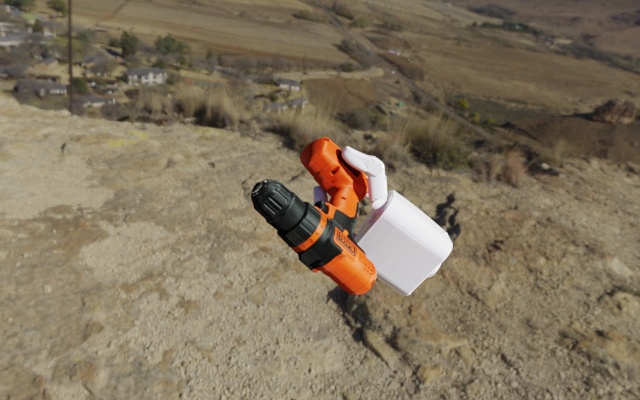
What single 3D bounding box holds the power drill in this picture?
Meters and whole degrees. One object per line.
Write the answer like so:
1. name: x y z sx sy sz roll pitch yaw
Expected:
1. power drill: 0.000 0.002 0.589 0.057 0.184 0.187 -30 28 28
